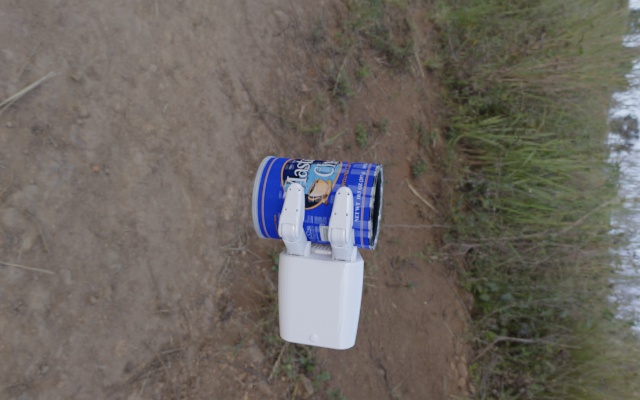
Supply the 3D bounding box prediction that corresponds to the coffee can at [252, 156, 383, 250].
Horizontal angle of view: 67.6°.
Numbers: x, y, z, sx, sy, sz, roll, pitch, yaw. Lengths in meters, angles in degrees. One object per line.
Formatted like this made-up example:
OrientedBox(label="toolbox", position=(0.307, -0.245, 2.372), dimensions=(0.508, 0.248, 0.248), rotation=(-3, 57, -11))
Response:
OrientedBox(label="coffee can", position=(0.000, 0.002, 0.580), dimensions=(0.140, 0.103, 0.103), rotation=(5, 1, 12))
